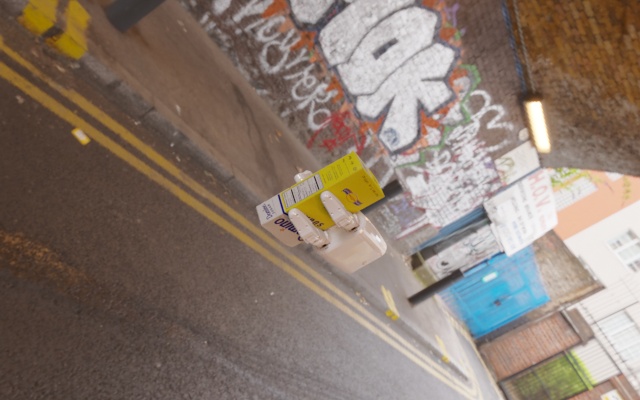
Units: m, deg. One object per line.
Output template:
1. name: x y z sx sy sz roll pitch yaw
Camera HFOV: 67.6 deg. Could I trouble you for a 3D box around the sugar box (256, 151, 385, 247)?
1. sugar box: 0.000 0.003 0.733 0.176 0.048 0.093 -32 -39 11
